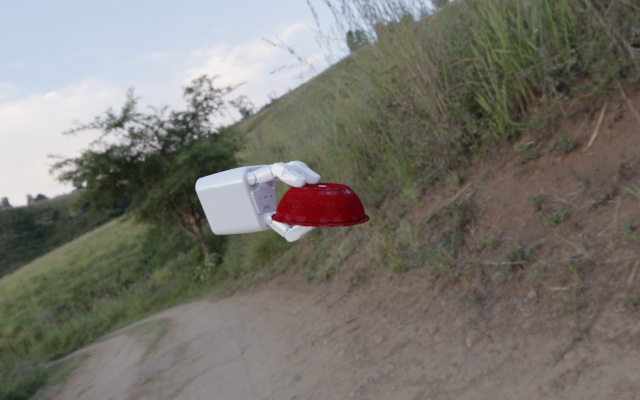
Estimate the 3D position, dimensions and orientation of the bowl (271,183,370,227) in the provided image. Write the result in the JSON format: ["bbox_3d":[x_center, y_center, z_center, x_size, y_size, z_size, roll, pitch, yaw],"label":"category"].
[{"bbox_3d":[0.001,0.002,0.778,0.162,0.055,0.162,1,8,0],"label":"bowl"}]
